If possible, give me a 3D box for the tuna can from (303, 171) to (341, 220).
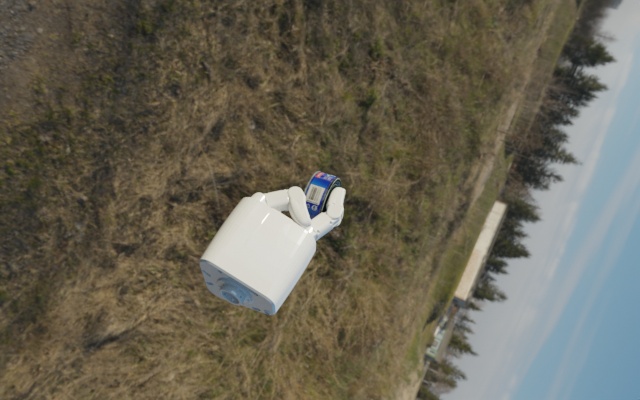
[{"bbox_3d":[0.001,0.002,0.698,0.034,0.086,0.086,18,5,15],"label":"tuna can"}]
